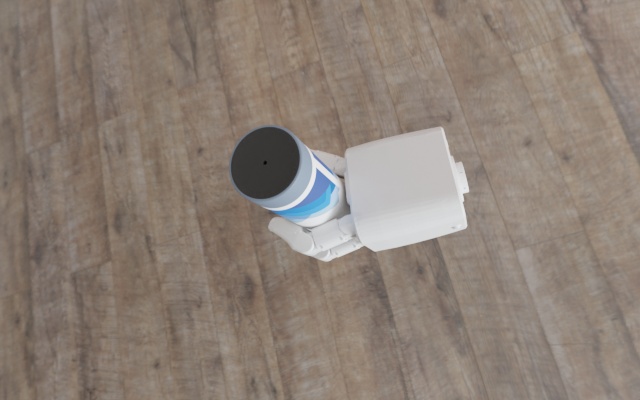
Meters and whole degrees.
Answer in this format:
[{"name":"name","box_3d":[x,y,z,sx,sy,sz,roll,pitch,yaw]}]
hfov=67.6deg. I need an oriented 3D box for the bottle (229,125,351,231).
[{"name":"bottle","box_3d":[0.000,0.002,0.526,0.069,0.069,0.296,0,-13,19]}]
